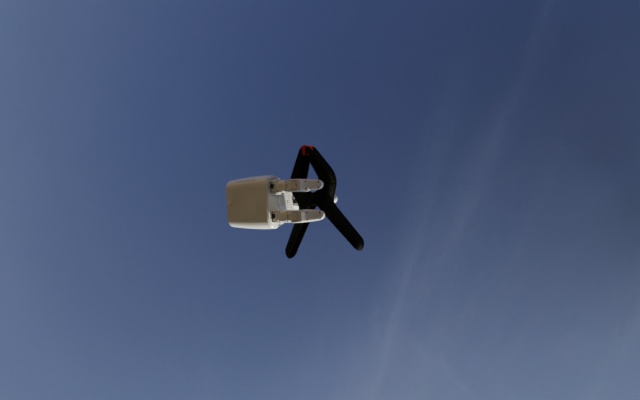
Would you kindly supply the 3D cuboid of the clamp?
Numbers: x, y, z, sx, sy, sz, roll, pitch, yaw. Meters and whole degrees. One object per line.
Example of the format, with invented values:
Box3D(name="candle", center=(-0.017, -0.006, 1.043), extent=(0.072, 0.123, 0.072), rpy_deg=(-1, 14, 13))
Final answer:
Box3D(name="clamp", center=(0.000, 0.002, 0.868), extent=(0.164, 0.210, 0.036), rpy_deg=(-3, 1, 31))
